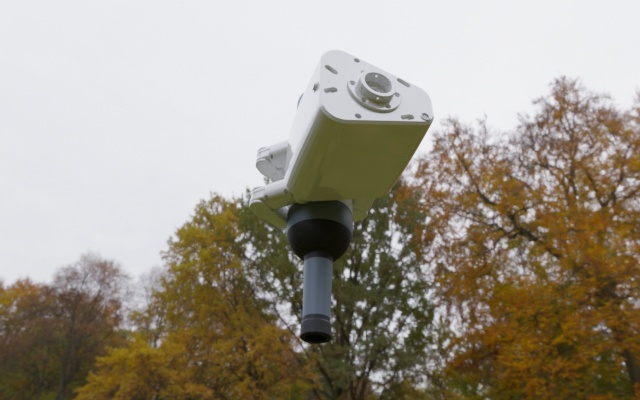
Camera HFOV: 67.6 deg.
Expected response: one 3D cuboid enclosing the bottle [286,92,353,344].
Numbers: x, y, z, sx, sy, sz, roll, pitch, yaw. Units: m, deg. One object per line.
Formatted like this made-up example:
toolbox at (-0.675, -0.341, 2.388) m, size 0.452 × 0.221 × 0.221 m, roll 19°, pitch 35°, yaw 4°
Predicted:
bottle at (0.000, 0.001, 0.500) m, size 0.069 × 0.295 × 0.069 m, roll 1°, pitch -37°, yaw 1°
